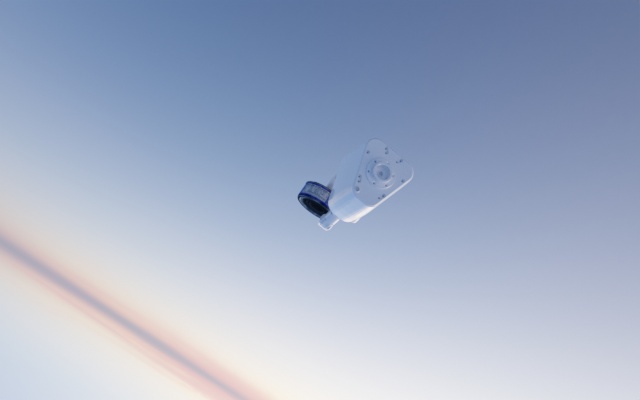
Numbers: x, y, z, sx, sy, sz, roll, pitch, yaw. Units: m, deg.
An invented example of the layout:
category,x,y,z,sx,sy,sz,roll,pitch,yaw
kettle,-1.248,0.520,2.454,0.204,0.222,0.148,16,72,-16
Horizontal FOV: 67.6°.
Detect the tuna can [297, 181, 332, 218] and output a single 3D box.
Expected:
category,x,y,z,sx,sy,sz,roll,pitch,yaw
tuna can,0.000,0.003,0.888,0.086,0.033,0.086,30,-18,11
